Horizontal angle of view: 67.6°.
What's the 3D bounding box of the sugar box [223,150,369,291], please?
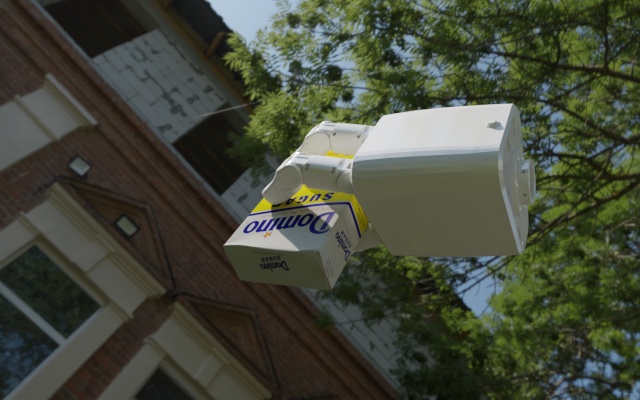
[{"bbox_3d":[0.000,0.001,0.433,0.093,0.048,0.176,0,34,30],"label":"sugar box"}]
